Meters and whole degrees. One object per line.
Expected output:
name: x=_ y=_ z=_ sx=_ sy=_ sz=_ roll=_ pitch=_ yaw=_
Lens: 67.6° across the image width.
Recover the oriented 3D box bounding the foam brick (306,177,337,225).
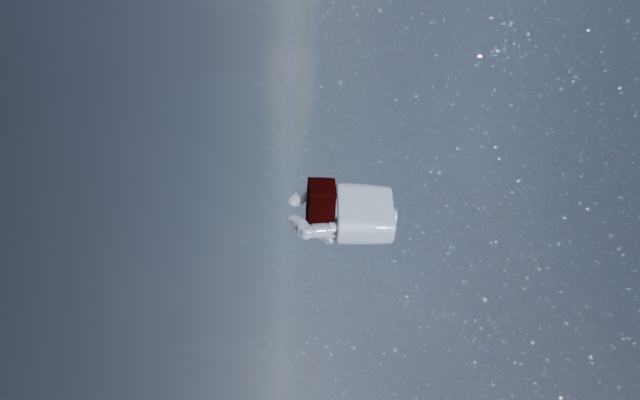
foam brick: x=0.000 y=0.003 z=0.866 sx=0.051 sy=0.078 sz=0.053 roll=2 pitch=39 yaw=-3
